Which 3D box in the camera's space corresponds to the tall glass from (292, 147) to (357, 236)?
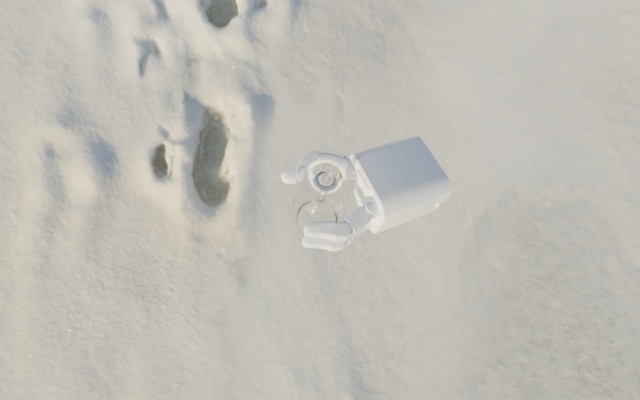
[{"bbox_3d":[0.000,0.002,0.661,0.079,0.079,0.201,0,-19,-5],"label":"tall glass"}]
